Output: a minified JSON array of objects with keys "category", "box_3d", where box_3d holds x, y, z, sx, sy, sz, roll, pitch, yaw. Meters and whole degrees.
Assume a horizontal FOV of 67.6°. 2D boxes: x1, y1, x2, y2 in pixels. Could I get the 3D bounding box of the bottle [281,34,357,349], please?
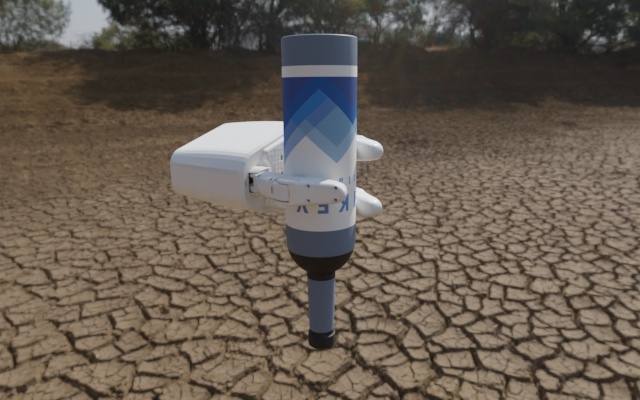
[{"category":"bottle","box_3d":[0.000,0.001,0.450,0.069,0.296,0.069,0,14,0]}]
